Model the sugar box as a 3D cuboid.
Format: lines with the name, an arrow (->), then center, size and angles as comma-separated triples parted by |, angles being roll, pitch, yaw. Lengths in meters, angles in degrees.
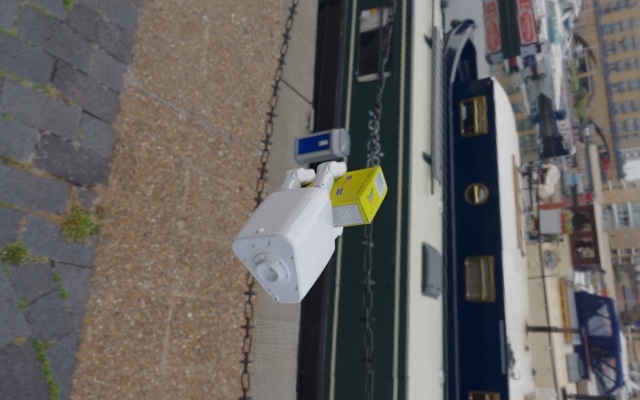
sugar box -> 0.000, 0.002, 0.688 | 0.176, 0.048, 0.093 | -7, 28, 30
